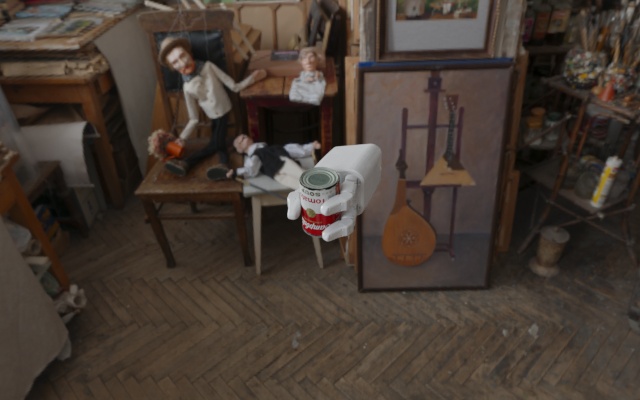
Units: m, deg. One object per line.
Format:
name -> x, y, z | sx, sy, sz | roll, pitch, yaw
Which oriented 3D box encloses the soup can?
soup can -> 0.000, 0.003, 0.812 | 0.068, 0.102, 0.068 | -2, 37, 1
